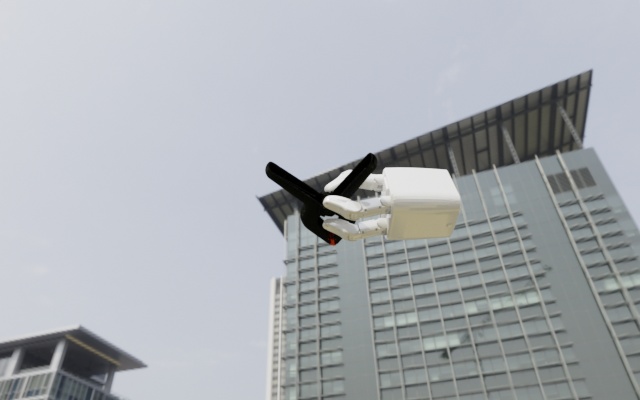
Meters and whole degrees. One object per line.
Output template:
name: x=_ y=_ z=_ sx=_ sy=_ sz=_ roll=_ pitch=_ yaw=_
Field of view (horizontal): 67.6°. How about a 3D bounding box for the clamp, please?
clamp: x=0.000 y=0.002 z=0.766 sx=0.164 sy=0.036 sz=0.210 roll=1 pitch=-39 yaw=0
